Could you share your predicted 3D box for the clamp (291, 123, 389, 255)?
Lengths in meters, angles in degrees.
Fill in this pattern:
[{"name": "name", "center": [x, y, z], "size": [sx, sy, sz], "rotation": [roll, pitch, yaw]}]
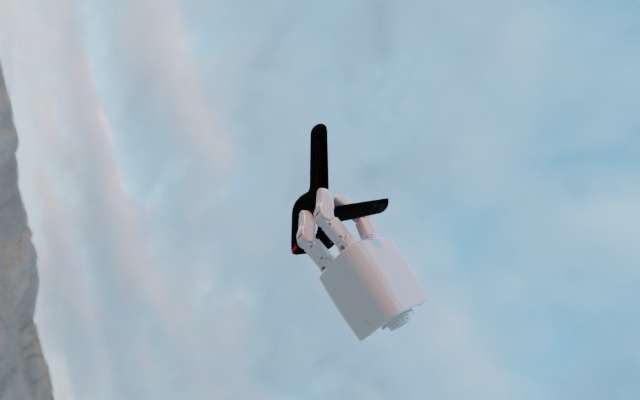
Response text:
[{"name": "clamp", "center": [0.001, 0.003, 0.714], "size": [0.036, 0.164, 0.210], "rotation": [-12, -29, -40]}]
